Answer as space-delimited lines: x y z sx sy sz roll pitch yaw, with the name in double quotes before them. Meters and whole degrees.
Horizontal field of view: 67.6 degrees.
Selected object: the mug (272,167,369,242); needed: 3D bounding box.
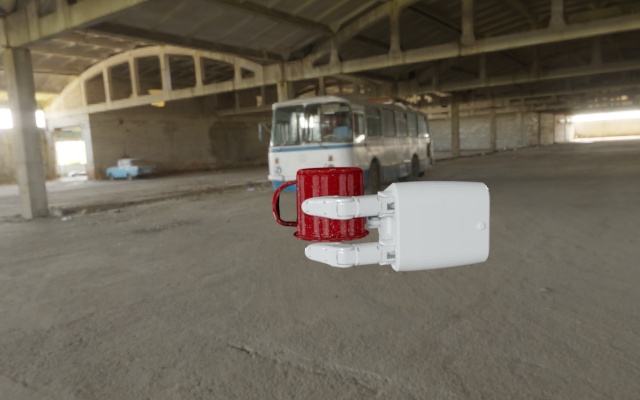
"mug" -0.001 0.002 0.577 0.117 0.081 0.093 -2 7 -6
